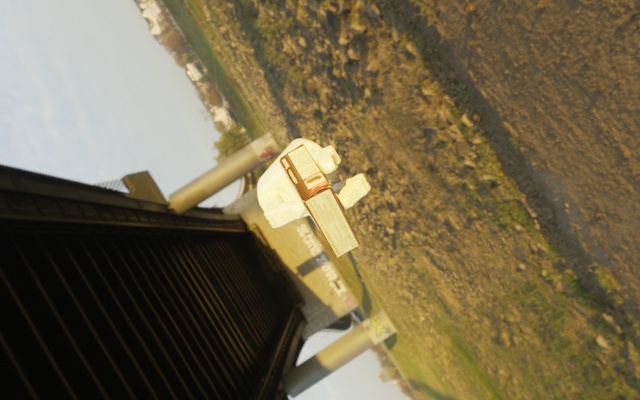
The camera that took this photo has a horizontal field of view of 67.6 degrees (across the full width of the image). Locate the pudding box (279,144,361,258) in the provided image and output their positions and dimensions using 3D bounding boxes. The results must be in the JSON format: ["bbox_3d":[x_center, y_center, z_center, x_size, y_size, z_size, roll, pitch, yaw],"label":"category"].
[{"bbox_3d":[0.000,0.002,0.566,0.039,0.114,0.090,-32,44,-1],"label":"pudding box"}]
